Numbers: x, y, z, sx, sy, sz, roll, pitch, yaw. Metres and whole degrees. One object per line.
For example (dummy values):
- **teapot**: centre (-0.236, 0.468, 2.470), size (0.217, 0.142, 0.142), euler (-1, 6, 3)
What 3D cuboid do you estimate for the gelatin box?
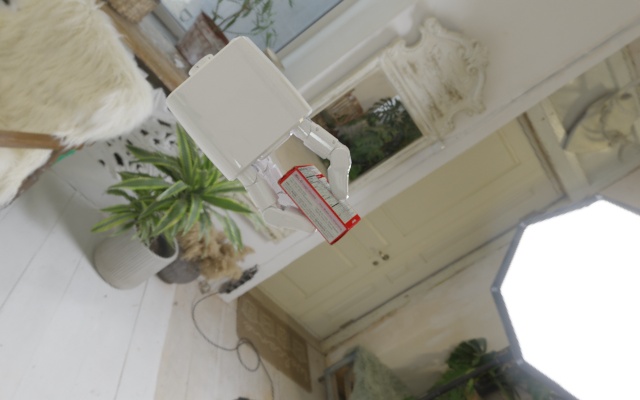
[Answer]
- **gelatin box**: centre (0.001, 0.002, 0.524), size (0.030, 0.089, 0.073), euler (-43, -5, 15)
